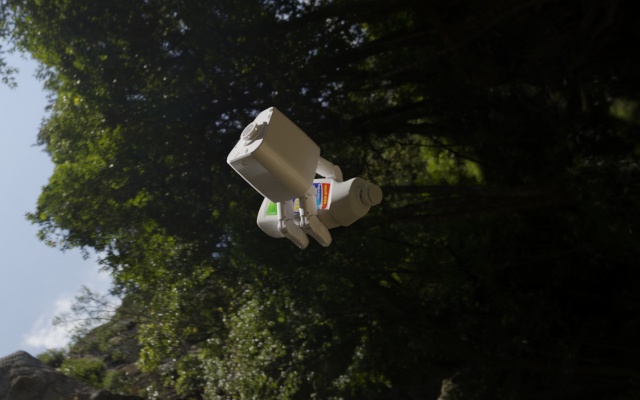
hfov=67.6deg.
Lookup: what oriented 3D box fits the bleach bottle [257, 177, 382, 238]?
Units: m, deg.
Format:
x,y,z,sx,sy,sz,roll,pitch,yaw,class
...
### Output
x,y,z,sx,sy,sz,roll,pitch,yaw,class
0.000,0.003,0.791,0.251,0.102,0.068,-12,-44,47,bleach bottle
